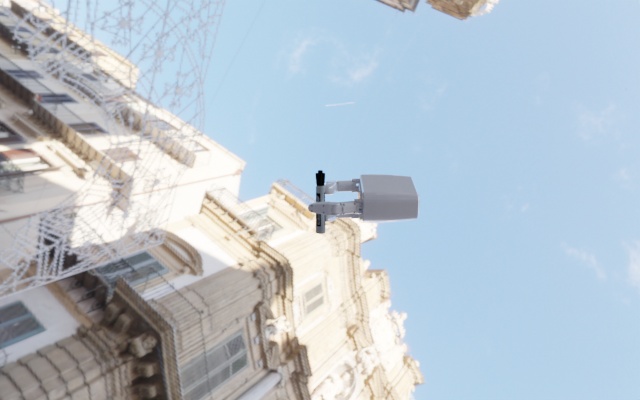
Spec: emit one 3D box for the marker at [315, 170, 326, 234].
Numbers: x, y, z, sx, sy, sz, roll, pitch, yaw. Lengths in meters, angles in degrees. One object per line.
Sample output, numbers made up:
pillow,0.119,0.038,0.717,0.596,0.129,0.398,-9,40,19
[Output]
marker,0.000,0.003,0.899,0.020,0.121,0.020,0,13,0
